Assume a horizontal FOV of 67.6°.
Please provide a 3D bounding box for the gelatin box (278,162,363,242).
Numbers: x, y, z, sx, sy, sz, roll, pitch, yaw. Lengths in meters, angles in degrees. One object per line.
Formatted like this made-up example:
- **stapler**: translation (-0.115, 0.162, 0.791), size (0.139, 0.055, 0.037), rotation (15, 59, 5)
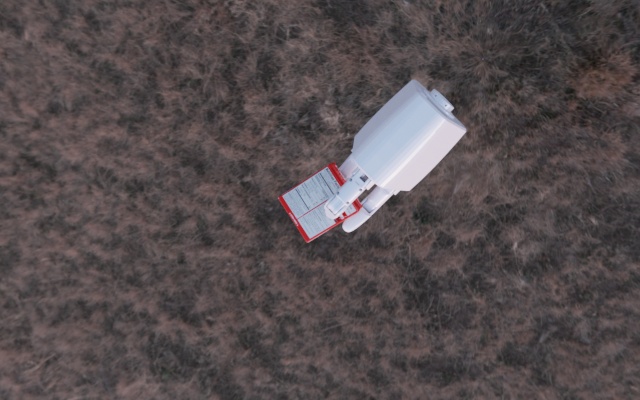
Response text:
- **gelatin box**: translation (0.000, 0.002, 0.636), size (0.089, 0.073, 0.030), rotation (-32, 3, 19)
